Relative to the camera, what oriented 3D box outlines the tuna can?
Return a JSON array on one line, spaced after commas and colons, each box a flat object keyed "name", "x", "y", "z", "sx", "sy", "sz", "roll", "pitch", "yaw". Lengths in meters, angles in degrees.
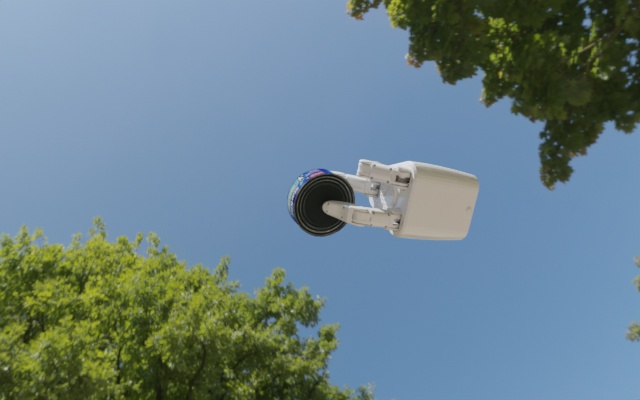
[{"name": "tuna can", "x": 0.000, "y": 0.002, "z": 0.628, "sx": 0.086, "sy": 0.086, "sz": 0.033, "roll": 0, "pitch": 17, "yaw": -24}]
